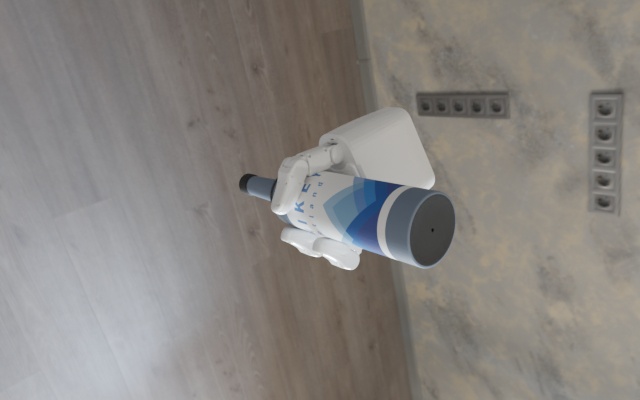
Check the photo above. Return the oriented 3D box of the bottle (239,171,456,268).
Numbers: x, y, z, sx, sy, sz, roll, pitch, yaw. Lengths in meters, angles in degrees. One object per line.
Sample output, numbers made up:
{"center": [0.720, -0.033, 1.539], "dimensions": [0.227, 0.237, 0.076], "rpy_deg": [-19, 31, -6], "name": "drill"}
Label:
{"center": [0.000, 0.002, 0.510], "dimensions": [0.069, 0.069, 0.295], "rpy_deg": [0, 9, -41], "name": "bottle"}
